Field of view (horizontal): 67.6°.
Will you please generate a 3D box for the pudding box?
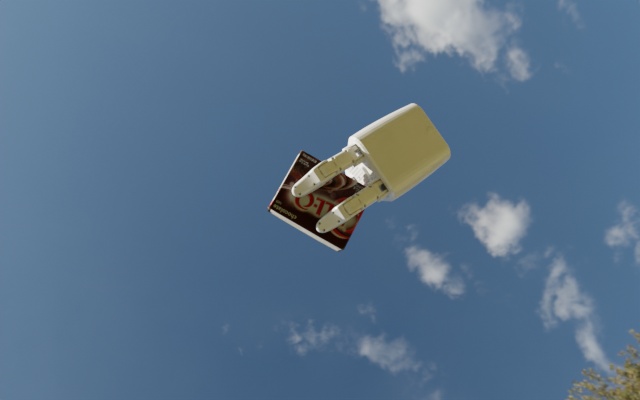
[{"bbox_3d":[0.000,0.002,0.628,0.113,0.090,0.039,29,-15,-2],"label":"pudding box"}]
